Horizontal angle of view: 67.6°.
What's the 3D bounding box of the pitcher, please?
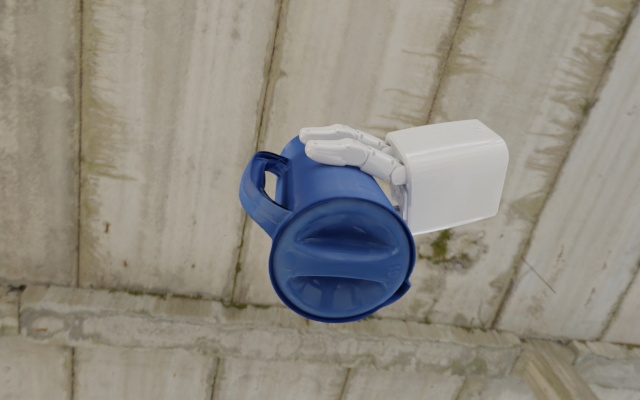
[{"bbox_3d":[0.000,0.002,0.522,0.145,0.149,0.242,-12,27,-1],"label":"pitcher"}]
